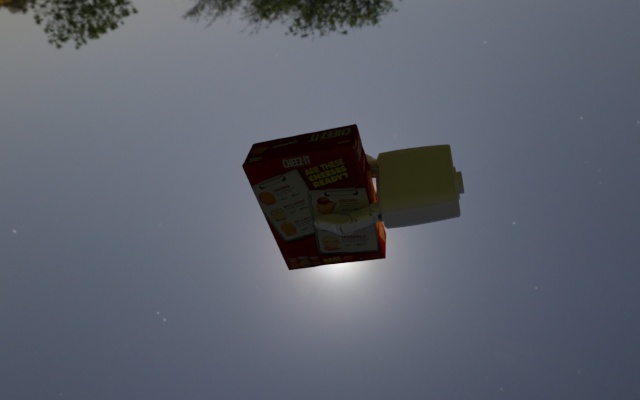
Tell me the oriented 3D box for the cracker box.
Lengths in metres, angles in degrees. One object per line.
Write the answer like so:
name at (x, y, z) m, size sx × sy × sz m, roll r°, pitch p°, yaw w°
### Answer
cracker box at (0.000, 0.003, 0.727) m, size 0.164 × 0.214 × 0.072 m, roll -9°, pitch 36°, yaw 15°
